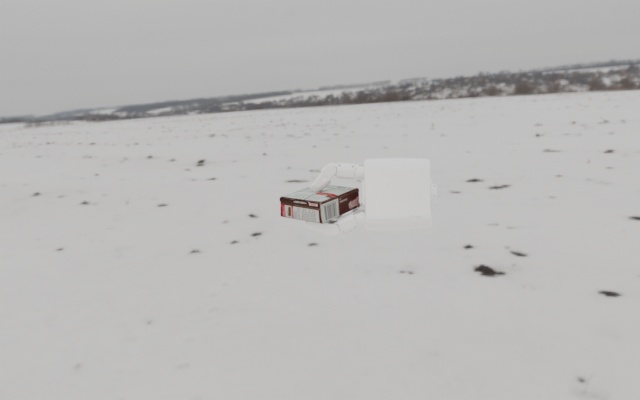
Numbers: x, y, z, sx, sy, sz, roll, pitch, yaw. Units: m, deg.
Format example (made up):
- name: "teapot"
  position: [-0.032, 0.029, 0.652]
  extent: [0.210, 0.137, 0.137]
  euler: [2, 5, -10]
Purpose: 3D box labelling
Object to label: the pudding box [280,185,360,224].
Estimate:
- name: "pudding box"
  position: [0.000, 0.002, 0.812]
  extent: [0.090, 0.039, 0.113]
  euler: [7, 16, 37]
